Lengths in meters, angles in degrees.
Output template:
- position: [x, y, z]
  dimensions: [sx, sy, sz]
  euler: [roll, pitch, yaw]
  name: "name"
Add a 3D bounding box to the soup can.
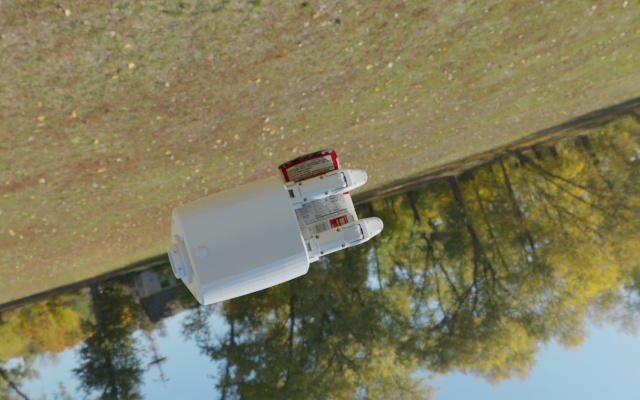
- position: [0.001, 0.002, 0.528]
  dimensions: [0.068, 0.102, 0.068]
  euler: [-18, -3, -1]
  name: "soup can"
